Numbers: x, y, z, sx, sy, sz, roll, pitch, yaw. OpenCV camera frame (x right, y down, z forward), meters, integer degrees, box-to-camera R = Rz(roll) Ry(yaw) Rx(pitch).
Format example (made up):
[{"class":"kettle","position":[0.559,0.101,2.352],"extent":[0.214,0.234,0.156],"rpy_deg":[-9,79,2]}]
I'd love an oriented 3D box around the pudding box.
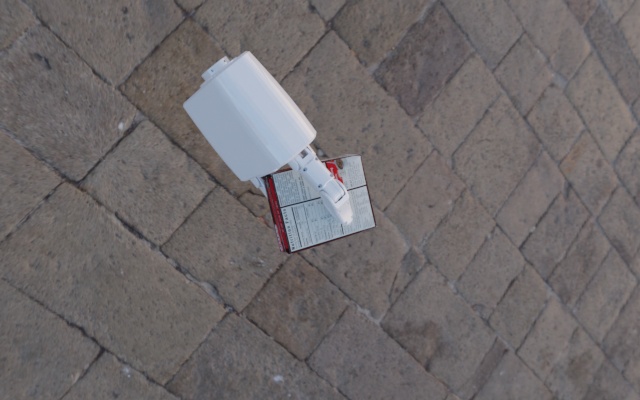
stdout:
[{"class":"pudding box","position":[0.000,0.002,0.531],"extent":[0.113,0.090,0.039],"rpy_deg":[-15,6,-21]}]
